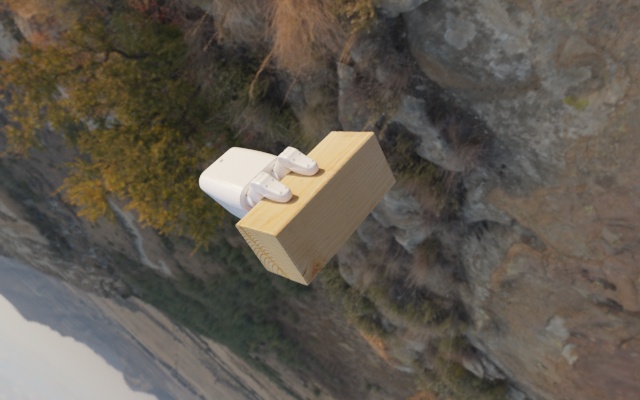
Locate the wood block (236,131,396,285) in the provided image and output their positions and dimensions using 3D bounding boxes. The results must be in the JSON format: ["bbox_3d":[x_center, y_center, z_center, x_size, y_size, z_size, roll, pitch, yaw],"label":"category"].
[{"bbox_3d":[0.000,0.002,0.650,0.090,0.091,0.206,10,48,47],"label":"wood block"}]
